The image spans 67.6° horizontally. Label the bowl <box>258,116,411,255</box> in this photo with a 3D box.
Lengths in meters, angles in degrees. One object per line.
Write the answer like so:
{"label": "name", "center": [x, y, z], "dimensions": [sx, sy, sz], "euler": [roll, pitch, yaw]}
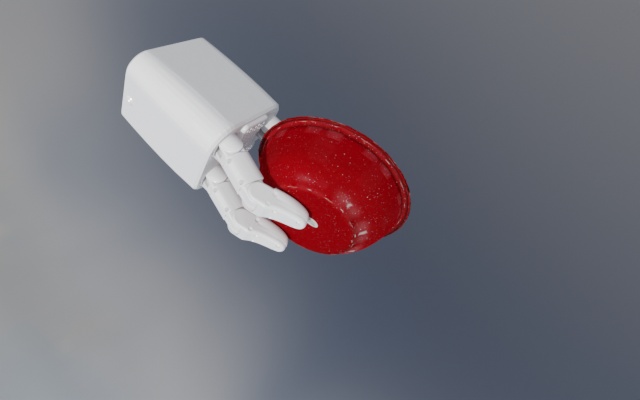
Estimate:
{"label": "bowl", "center": [0.001, 0.002, 0.453], "dimensions": [0.162, 0.162, 0.055], "euler": [0, 44, 35]}
